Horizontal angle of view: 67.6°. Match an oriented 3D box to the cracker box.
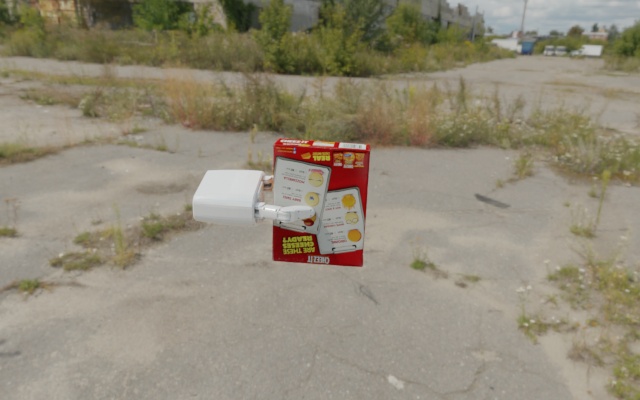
[{"bbox_3d":[0.000,0.003,0.845,0.164,0.214,0.072,4,19,5],"label":"cracker box"}]
